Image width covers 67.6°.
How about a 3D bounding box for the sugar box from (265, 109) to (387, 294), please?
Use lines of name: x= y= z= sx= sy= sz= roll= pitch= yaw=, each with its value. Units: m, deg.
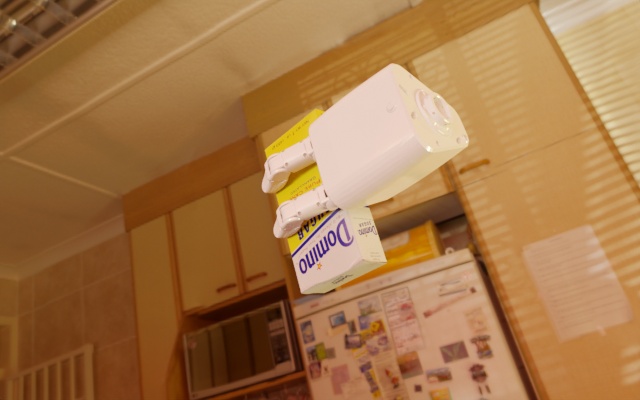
sugar box: x=0.000 y=0.001 z=0.513 sx=0.048 sy=0.176 sz=0.093 roll=10 pitch=-34 yaw=-45
